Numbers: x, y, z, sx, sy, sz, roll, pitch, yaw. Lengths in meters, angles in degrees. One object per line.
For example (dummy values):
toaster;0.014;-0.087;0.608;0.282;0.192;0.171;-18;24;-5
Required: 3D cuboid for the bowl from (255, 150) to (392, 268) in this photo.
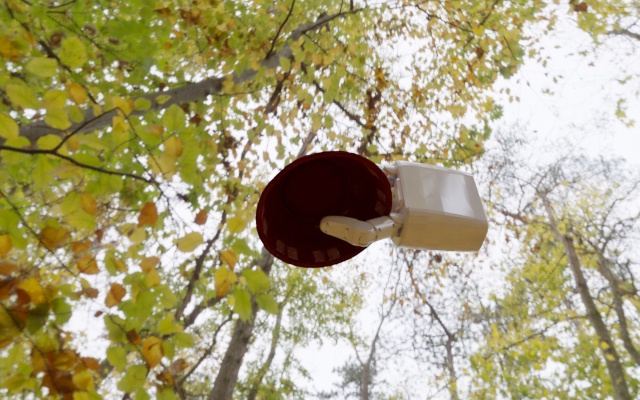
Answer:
bowl;-0.001;0.001;0.564;0.162;0.162;0.055;0;33;-17
